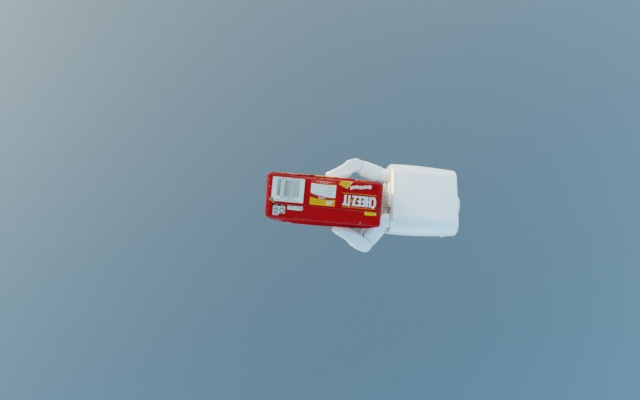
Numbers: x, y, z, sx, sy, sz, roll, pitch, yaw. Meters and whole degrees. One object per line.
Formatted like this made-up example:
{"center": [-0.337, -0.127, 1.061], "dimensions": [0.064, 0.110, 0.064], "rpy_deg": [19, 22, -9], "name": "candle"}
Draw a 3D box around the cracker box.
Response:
{"center": [0.000, 0.002, 0.764], "dimensions": [0.164, 0.072, 0.214], "rpy_deg": [5, -2, -3], "name": "cracker box"}
